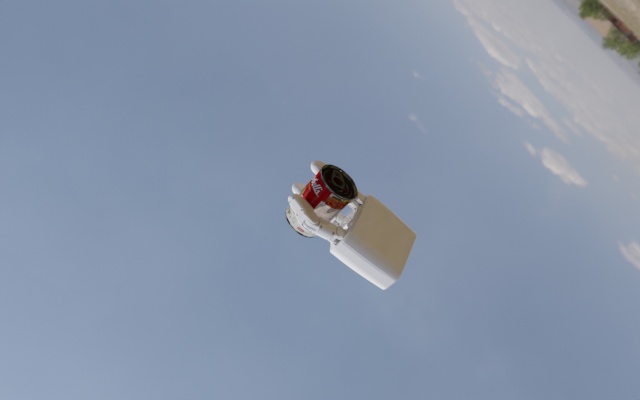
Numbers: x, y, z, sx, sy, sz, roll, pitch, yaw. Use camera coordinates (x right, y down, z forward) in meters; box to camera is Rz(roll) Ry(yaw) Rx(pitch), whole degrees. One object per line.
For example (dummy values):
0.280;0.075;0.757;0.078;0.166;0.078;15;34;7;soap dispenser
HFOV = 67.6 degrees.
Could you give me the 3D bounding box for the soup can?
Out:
0.000;0.002;0.739;0.068;0.068;0.102;0;-37;-46;soup can
